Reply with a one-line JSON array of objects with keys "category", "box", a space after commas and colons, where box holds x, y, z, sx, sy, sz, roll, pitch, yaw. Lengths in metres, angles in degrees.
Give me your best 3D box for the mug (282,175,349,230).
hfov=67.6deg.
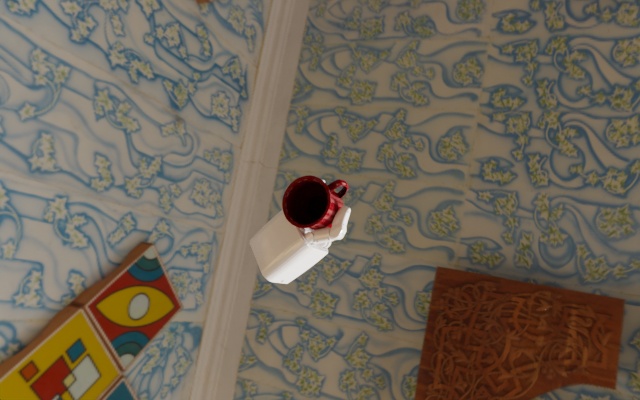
[{"category": "mug", "box": [0.001, 0.002, 0.853, 0.117, 0.093, 0.081, -39, -25, 12]}]
